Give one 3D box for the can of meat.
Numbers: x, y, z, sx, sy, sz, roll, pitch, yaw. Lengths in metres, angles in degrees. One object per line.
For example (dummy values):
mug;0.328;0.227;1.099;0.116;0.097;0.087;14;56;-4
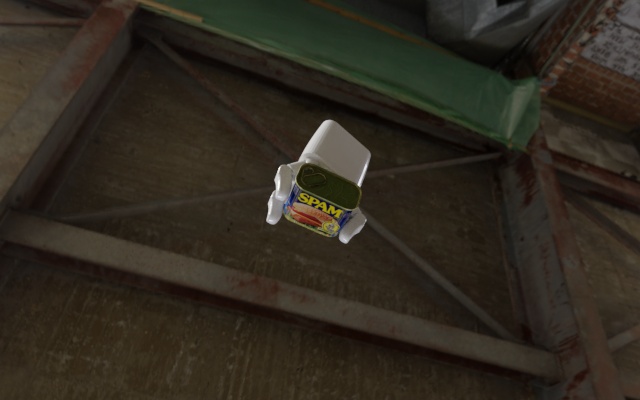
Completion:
can of meat;0.000;0.003;0.735;0.102;0.057;0.084;24;-42;-4
